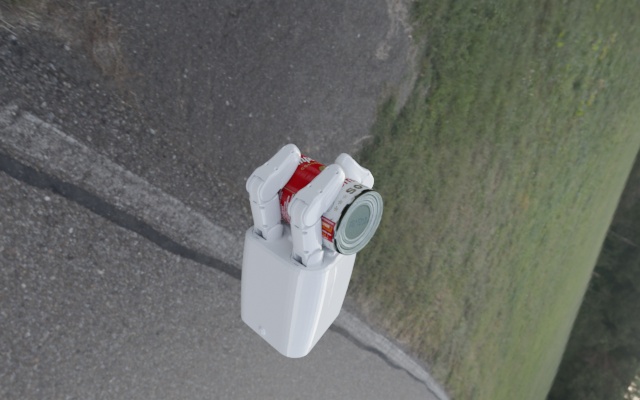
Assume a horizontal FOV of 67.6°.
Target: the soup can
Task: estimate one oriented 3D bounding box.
[{"bbox_3d":[0.000,0.001,0.460,0.102,0.068,0.068,29,17,35],"label":"soup can"}]
